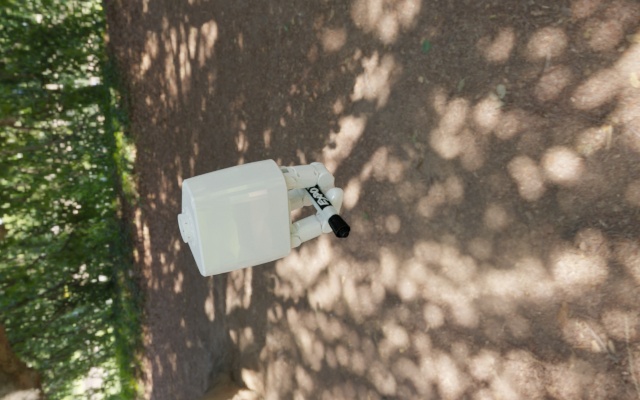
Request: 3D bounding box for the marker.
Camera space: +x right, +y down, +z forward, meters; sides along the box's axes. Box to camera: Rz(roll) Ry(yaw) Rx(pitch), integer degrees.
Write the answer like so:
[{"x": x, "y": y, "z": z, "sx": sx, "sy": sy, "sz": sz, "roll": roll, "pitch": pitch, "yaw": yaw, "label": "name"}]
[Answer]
[{"x": 0.000, "y": 0.002, "z": 0.560, "sx": 0.020, "sy": 0.020, "sz": 0.121, "roll": 0, "pitch": 37, "yaw": -35, "label": "marker"}]
